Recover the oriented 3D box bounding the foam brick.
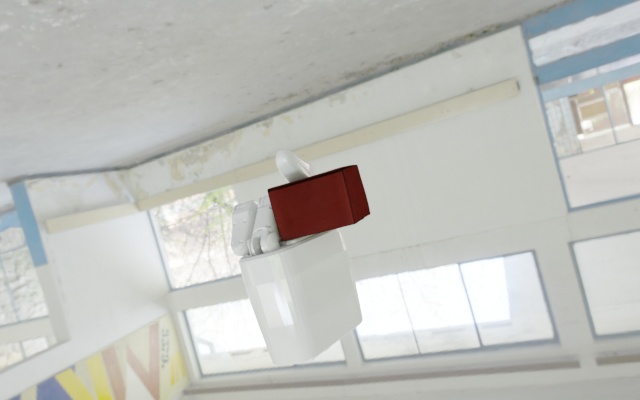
[{"bbox_3d":[0.000,0.001,0.449,0.078,0.051,0.053,-15,2,23],"label":"foam brick"}]
